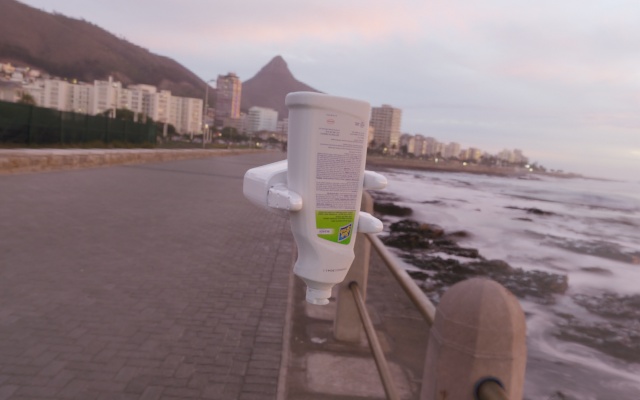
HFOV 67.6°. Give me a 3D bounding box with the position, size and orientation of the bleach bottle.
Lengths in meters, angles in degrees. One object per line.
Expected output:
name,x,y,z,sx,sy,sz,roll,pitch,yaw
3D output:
bleach bottle,0.000,0.002,0.579,0.102,0.251,0.068,2,7,-27
